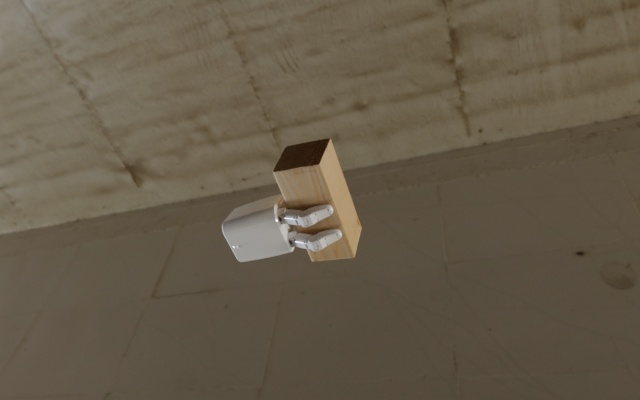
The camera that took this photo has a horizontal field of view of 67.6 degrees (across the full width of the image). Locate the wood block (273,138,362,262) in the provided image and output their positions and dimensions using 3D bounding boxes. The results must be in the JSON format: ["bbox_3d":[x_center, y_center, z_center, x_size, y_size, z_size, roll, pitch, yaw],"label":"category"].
[{"bbox_3d":[0.000,0.003,0.873,0.090,0.206,0.090,-8,34,20],"label":"wood block"}]
